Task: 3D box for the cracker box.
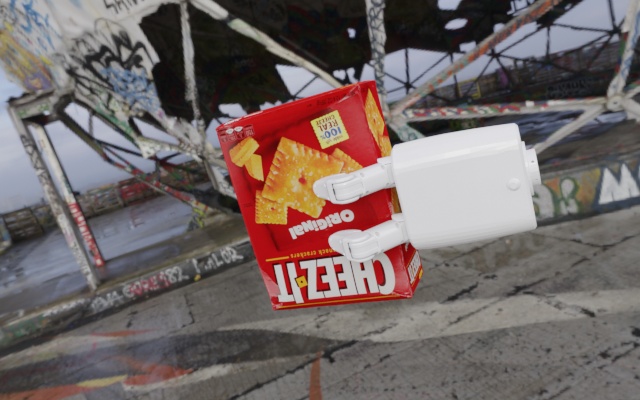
[{"bbox_3d":[0.000,0.001,0.500,0.164,0.214,0.072,-11,12,24],"label":"cracker box"}]
